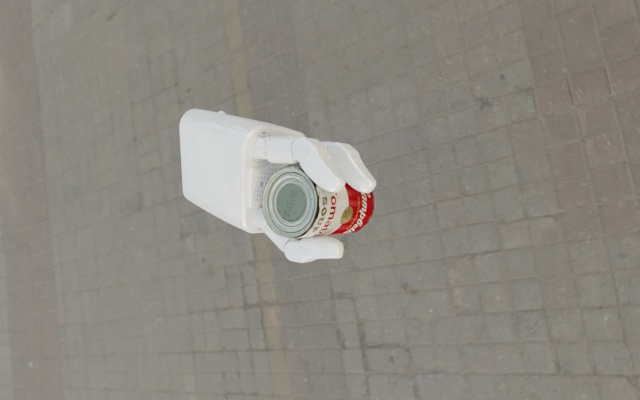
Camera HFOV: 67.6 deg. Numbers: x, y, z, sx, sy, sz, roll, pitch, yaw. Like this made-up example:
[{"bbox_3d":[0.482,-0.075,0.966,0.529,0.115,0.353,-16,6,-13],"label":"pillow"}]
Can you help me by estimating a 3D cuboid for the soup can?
[{"bbox_3d":[0.000,0.002,0.471,0.068,0.068,0.102,0,0,35],"label":"soup can"}]
